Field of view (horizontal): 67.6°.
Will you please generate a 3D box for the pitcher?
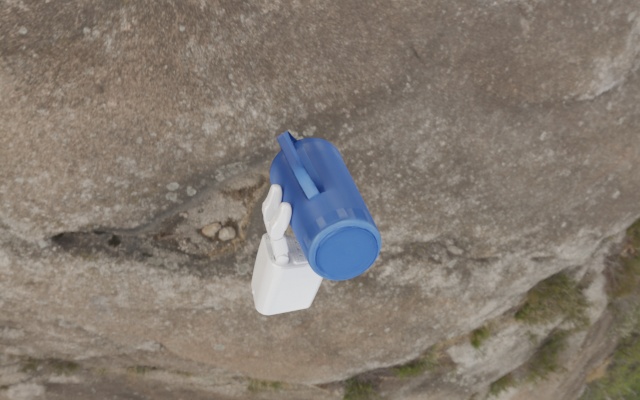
[{"bbox_3d":[0.000,0.003,0.746,0.149,0.145,0.242,9,29,-23],"label":"pitcher"}]
